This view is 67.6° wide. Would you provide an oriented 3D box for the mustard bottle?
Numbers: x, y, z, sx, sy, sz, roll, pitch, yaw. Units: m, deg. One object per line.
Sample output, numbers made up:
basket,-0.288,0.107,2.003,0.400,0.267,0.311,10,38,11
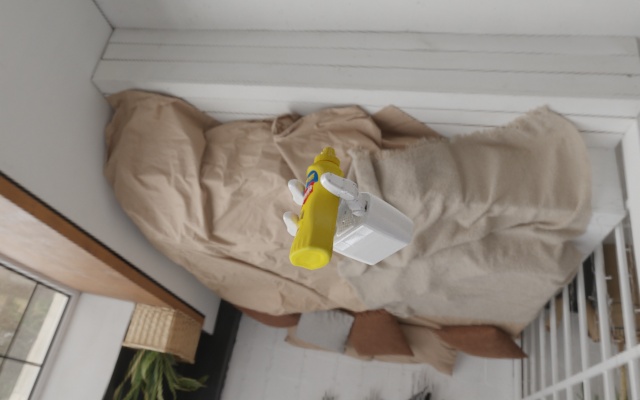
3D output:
mustard bottle,0.000,0.003,0.728,0.058,0.191,0.096,15,-26,-9
